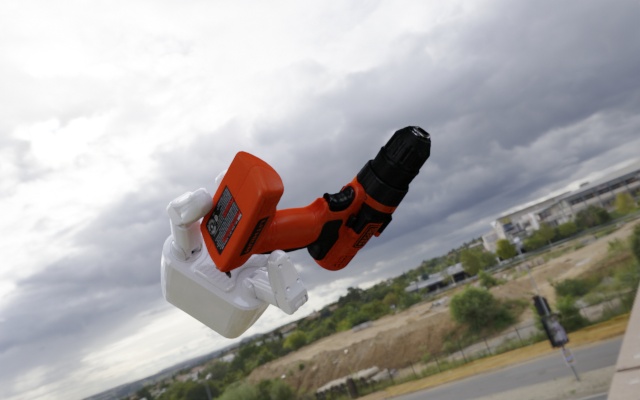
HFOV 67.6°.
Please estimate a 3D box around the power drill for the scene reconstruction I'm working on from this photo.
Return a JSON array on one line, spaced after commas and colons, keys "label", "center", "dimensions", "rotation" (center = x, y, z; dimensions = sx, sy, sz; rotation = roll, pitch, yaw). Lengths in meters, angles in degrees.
[{"label": "power drill", "center": [0.000, 0.002, 0.437], "dimensions": [0.187, 0.184, 0.057], "rotation": [2, 42, -42]}]
